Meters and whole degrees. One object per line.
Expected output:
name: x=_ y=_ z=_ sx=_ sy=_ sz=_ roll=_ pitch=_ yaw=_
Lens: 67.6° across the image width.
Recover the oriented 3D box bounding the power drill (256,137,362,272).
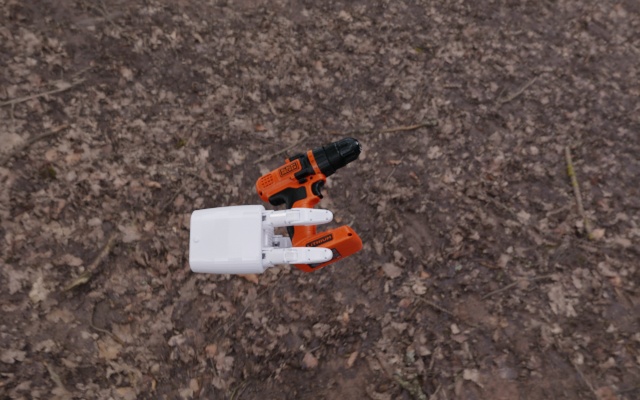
power drill: x=0.000 y=0.003 z=0.739 sx=0.184 sy=0.187 sz=0.057 roll=-26 pitch=-35 yaw=10
